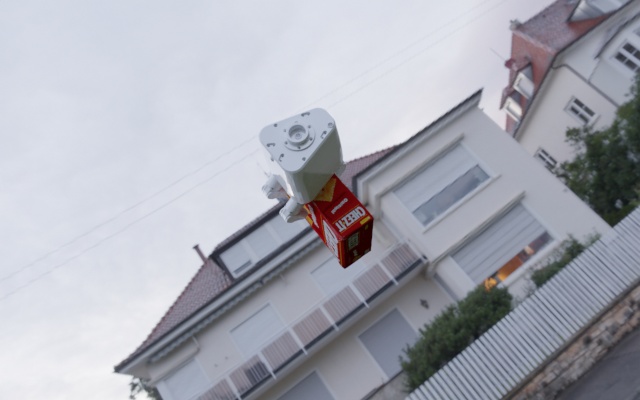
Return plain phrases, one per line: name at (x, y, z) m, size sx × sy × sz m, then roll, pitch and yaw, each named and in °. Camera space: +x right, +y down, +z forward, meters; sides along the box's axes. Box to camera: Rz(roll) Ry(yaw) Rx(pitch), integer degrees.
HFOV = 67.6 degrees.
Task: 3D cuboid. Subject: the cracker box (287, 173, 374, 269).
cracker box at (0.000, 0.003, 0.846) m, size 0.072 × 0.213 × 0.164 m, roll -35°, pitch -22°, yaw -11°
